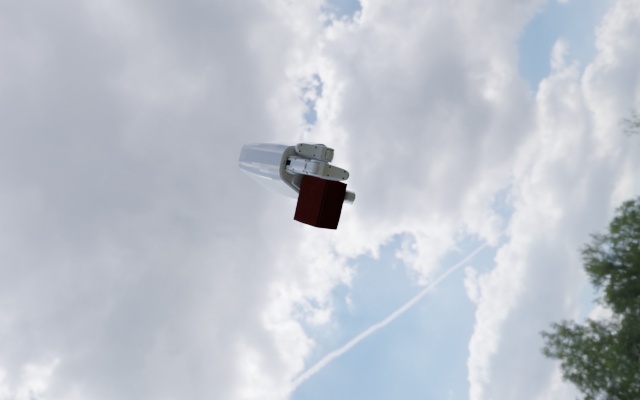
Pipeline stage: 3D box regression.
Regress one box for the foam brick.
[{"bbox_3d":[0.000,0.003,0.739,0.051,0.078,0.053,12,-1,39],"label":"foam brick"}]
